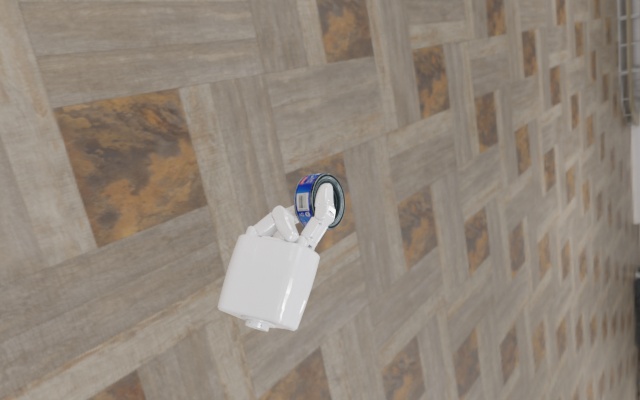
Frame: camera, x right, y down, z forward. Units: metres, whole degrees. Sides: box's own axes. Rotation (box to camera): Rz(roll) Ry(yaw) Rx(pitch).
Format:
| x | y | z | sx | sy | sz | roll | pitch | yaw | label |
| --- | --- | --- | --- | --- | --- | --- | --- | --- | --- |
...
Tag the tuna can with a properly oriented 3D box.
| x | y | z | sx | sy | sz | roll | pitch | yaw | label |
| --- | --- | --- | --- | --- | --- | --- | --- | --- | --- |
| 0.001 | 0.002 | 0.709 | 0.034 | 0.086 | 0.086 | -5 | -3 | 38 | tuna can |
